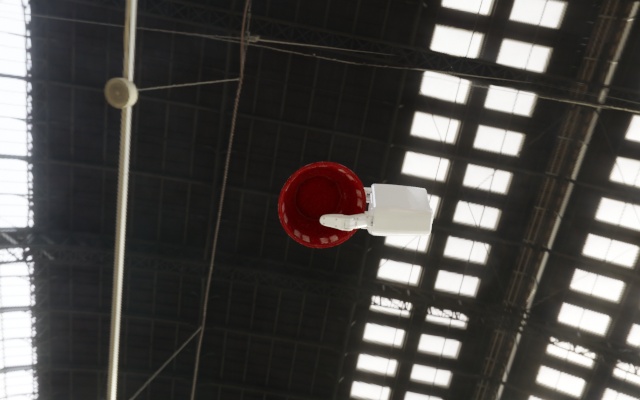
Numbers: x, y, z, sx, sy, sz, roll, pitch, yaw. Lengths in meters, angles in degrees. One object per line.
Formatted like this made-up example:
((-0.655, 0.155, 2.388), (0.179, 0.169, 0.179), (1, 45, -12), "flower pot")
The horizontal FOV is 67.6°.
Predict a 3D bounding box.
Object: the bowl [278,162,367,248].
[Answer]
((-0.001, 0.002, 0.878), (0.162, 0.162, 0.055), (0, 17, -11), "bowl")
